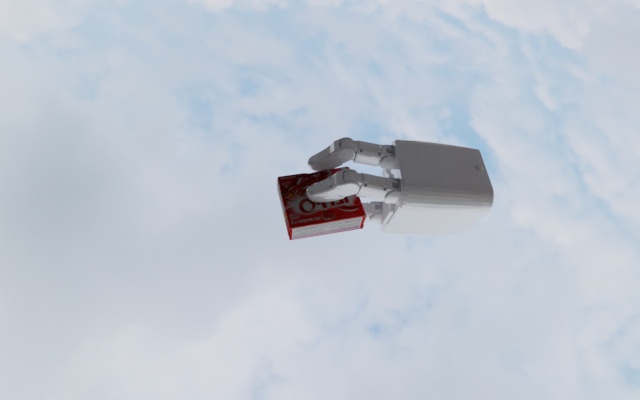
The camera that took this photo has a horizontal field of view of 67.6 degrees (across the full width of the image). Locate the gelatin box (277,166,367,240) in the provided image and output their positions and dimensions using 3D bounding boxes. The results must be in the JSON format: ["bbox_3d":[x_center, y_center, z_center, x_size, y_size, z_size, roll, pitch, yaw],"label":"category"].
[{"bbox_3d":[0.000,0.002,0.547,0.089,0.073,0.030,-9,-34,-11],"label":"gelatin box"}]
